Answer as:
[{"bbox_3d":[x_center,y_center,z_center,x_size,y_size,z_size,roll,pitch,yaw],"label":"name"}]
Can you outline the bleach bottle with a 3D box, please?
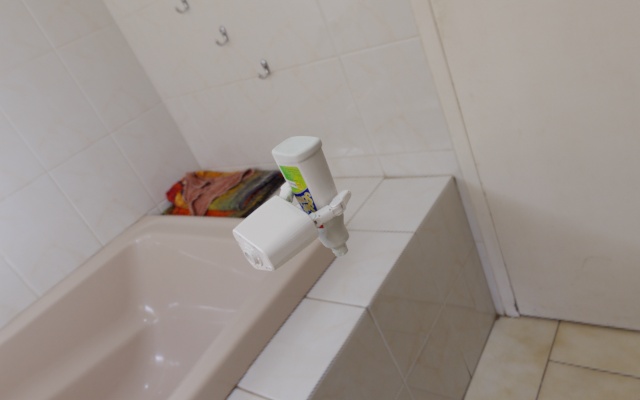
[{"bbox_3d":[0.000,0.003,0.899,0.068,0.251,0.102,-39,29,-26],"label":"bleach bottle"}]
